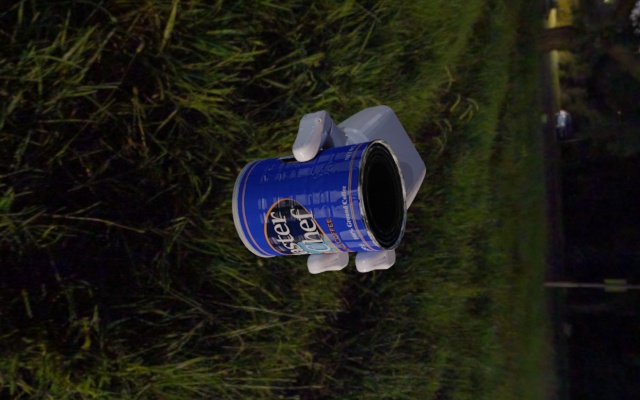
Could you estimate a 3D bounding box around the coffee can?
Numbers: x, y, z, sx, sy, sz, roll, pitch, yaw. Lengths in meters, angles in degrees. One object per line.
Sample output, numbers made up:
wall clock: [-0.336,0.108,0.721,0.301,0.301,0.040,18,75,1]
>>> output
coffee can: [0.000,0.002,0.468,0.140,0.103,0.103,-6,-3,31]
